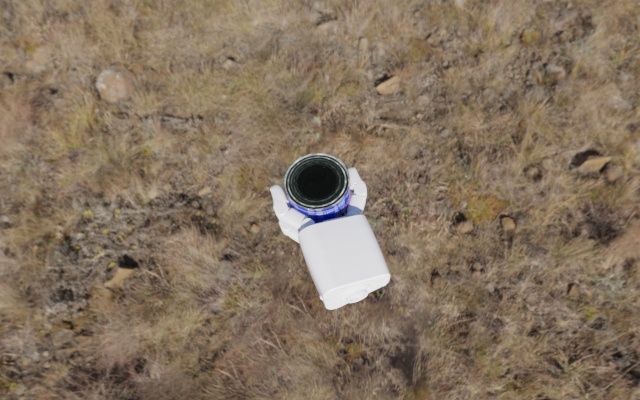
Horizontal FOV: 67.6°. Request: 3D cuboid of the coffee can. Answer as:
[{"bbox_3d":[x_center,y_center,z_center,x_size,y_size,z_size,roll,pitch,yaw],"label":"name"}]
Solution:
[{"bbox_3d":[0.000,0.002,0.791,0.103,0.102,0.140,0,-29,6],"label":"coffee can"}]
